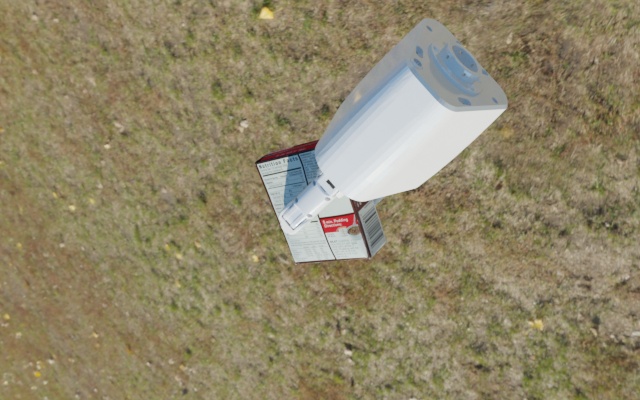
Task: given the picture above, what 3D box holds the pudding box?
[{"bbox_3d":[0.000,0.002,0.442,0.090,0.113,0.039,-9,18,35],"label":"pudding box"}]
